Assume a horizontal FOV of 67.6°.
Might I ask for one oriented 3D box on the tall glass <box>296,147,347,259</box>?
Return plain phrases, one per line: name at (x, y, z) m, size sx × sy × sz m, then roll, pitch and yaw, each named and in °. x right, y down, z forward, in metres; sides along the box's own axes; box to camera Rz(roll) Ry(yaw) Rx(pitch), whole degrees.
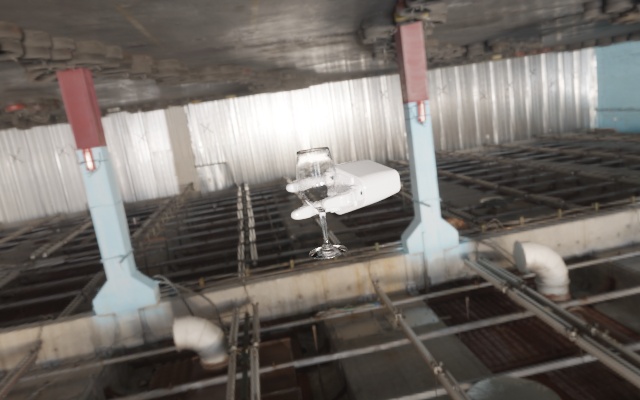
tall glass at (0.000, 0.004, 0.897) m, size 0.079 × 0.201 × 0.079 m, roll -9°, pitch 11°, yaw 2°
